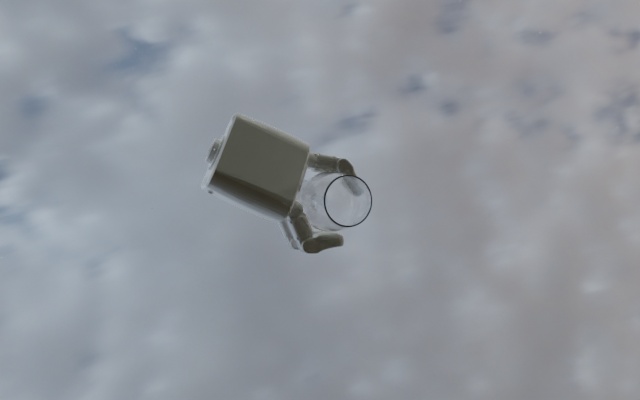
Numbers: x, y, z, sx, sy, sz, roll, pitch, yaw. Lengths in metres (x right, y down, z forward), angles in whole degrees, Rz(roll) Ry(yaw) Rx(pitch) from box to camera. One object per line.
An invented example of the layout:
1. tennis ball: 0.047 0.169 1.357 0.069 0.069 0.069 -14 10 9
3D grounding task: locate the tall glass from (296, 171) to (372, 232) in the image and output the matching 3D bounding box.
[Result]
1. tall glass: 0.000 0.002 0.650 0.079 0.079 0.201 0 -1 -20
